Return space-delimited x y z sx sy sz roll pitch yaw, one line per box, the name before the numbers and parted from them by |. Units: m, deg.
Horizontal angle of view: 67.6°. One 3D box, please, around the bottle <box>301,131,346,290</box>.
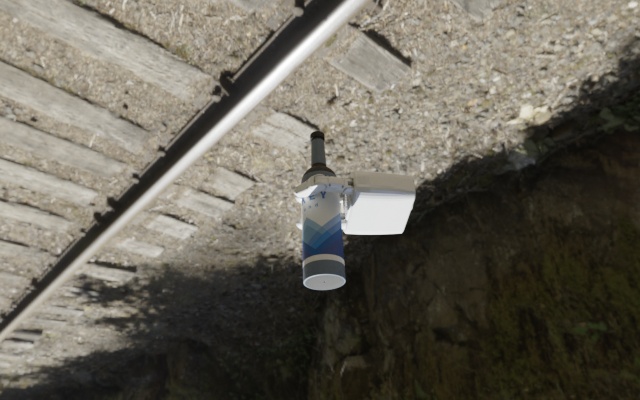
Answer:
bottle | 0.000 0.003 0.821 0.069 0.295 0.069 -2 -31 -1
